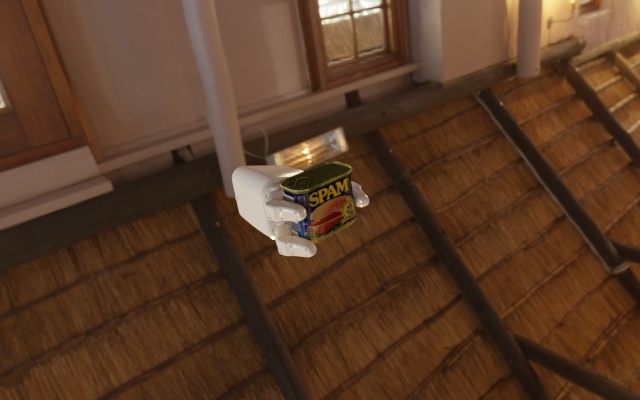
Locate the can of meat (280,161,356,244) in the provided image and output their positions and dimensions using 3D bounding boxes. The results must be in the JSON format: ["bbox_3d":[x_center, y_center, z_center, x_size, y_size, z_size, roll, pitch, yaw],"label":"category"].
[{"bbox_3d":[0.000,0.002,0.669,0.102,0.084,0.057,-25,29,-31],"label":"can of meat"}]
